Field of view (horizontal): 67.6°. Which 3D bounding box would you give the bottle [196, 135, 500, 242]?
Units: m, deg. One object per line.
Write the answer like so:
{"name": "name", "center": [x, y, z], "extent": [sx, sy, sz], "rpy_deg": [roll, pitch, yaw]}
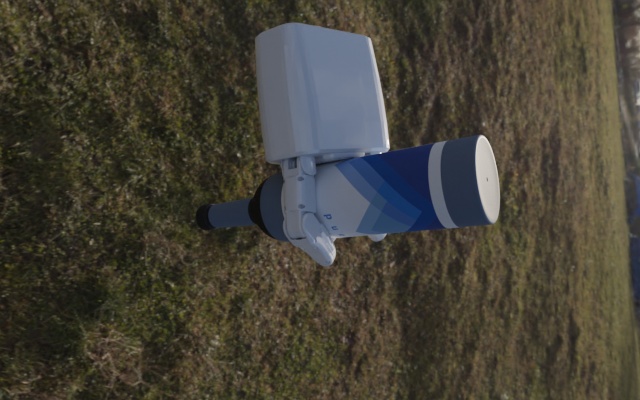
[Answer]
{"name": "bottle", "center": [0.000, 0.001, 0.428], "extent": [0.296, 0.069, 0.069], "rpy_deg": [-8, -4, 33]}
